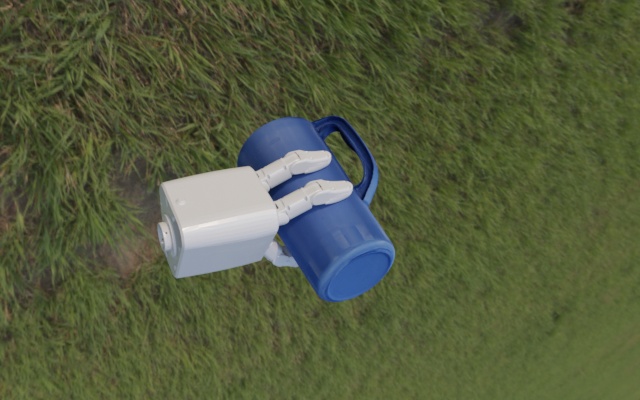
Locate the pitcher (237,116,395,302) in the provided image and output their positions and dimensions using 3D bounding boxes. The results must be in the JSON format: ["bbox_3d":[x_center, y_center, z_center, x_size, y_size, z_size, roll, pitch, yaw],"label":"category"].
[{"bbox_3d":[0.000,0.002,0.631,0.145,0.149,0.242,-9,47,-30],"label":"pitcher"}]
